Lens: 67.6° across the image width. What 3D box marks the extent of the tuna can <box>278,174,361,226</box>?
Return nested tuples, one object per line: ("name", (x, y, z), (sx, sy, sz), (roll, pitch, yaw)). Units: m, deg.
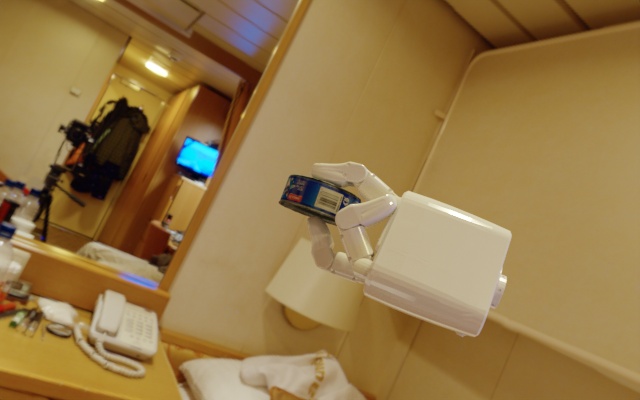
("tuna can", (0.000, 0.001, 0.520), (0.086, 0.033, 0.086), (19, -7, 2))
